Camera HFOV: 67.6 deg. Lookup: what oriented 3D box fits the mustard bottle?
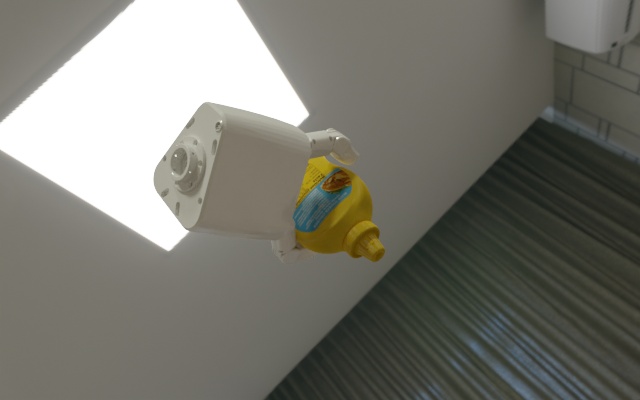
[{"bbox_3d":[0.000,0.002,0.527,0.191,0.096,0.058,42,-3,35],"label":"mustard bottle"}]
